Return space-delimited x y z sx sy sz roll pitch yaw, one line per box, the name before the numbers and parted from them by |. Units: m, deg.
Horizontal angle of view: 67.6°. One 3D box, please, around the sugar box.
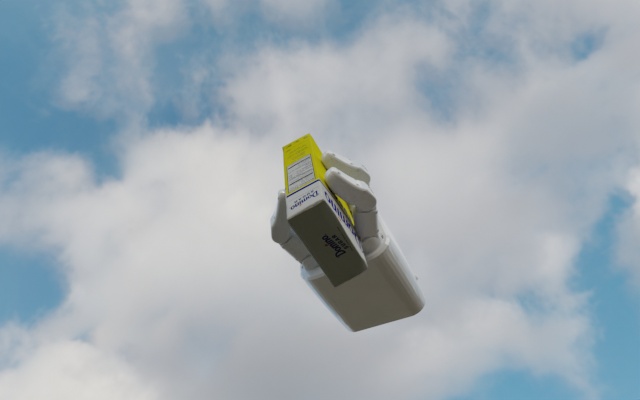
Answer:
sugar box | 0.001 0.001 0.512 0.048 0.093 0.176 -30 27 7
